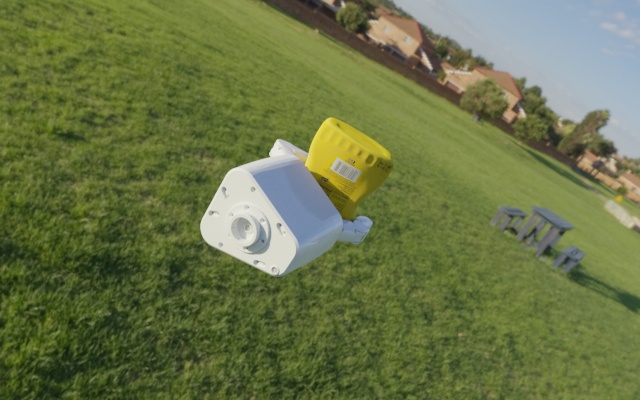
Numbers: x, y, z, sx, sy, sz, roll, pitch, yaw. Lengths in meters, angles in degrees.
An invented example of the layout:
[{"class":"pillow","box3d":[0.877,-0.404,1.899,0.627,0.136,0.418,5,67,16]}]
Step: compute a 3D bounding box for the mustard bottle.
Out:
[{"class":"mustard bottle","box3d":[0.000,0.002,0.588,0.096,0.192,0.058,29,23,-9]}]
